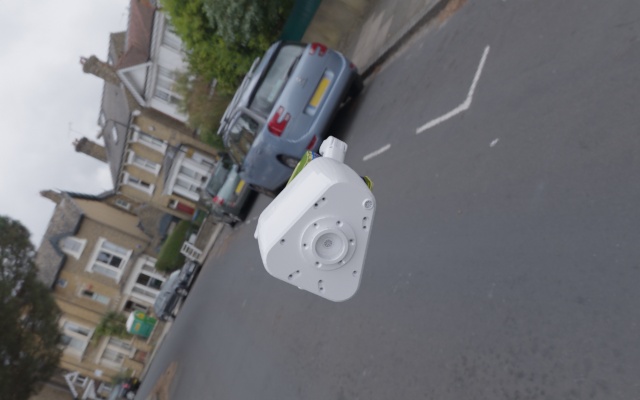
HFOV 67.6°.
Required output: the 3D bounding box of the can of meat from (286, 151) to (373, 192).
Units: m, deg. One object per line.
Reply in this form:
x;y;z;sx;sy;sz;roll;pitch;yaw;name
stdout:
0.000;0.002;0.567;0.084;0.102;0.057;25;13;-13;can of meat
